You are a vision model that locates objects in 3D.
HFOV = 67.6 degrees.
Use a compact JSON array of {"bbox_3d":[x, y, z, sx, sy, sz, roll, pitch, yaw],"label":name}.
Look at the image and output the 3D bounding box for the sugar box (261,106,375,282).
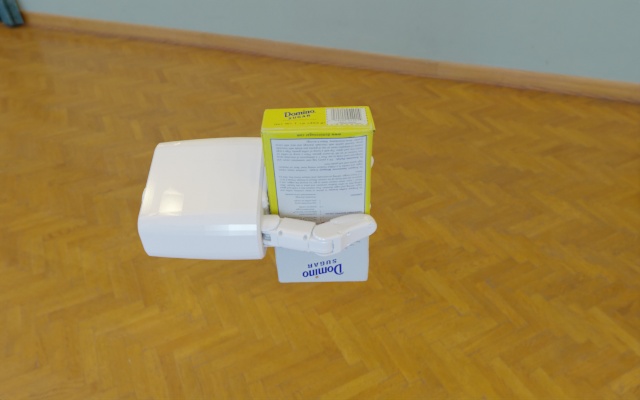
[{"bbox_3d":[0.000,0.001,0.447,0.093,0.176,0.048,-1,40,1],"label":"sugar box"}]
